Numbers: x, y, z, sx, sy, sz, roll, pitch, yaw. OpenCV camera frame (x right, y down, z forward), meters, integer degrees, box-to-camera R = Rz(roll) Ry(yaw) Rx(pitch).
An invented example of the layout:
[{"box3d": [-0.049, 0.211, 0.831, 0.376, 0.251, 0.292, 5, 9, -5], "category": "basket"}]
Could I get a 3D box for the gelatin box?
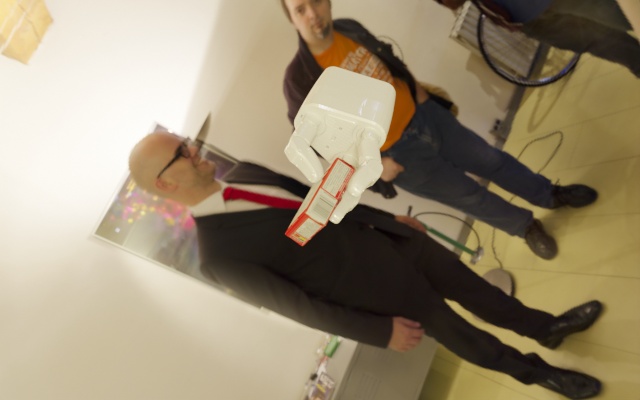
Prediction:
[{"box3d": [0.000, 0.002, 0.560, 0.030, 0.089, 0.073, 34, -31, -6], "category": "gelatin box"}]
